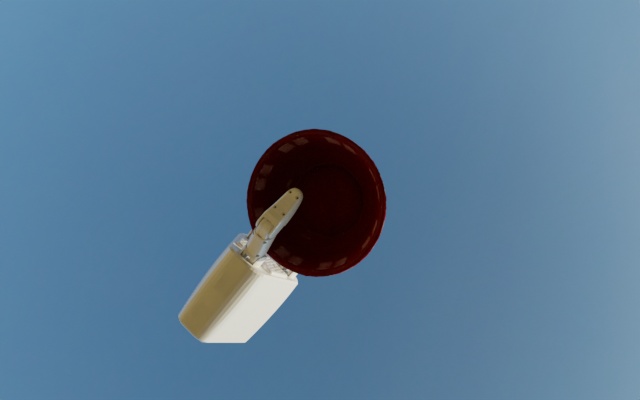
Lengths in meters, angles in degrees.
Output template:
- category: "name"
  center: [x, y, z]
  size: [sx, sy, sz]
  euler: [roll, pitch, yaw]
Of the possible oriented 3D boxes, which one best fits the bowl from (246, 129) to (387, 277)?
- category: "bowl"
  center: [0.001, 0.001, 0.542]
  size: [0.162, 0.162, 0.055]
  euler: [0, 4, 20]
